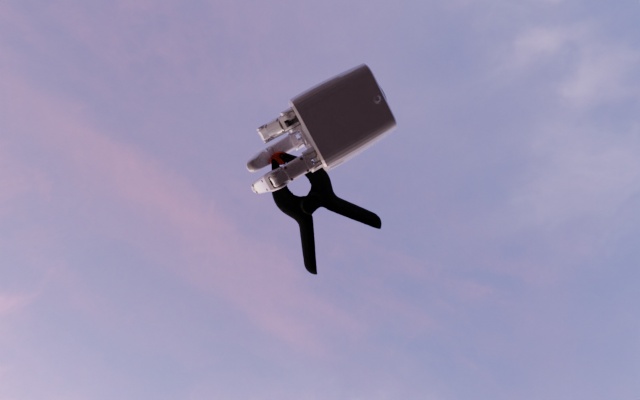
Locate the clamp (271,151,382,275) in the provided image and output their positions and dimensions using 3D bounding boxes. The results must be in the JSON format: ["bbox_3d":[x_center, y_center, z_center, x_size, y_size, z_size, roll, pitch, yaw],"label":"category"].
[{"bbox_3d":[0.000,0.002,0.634,0.120,0.171,0.039,-29,12,-4],"label":"clamp"}]
